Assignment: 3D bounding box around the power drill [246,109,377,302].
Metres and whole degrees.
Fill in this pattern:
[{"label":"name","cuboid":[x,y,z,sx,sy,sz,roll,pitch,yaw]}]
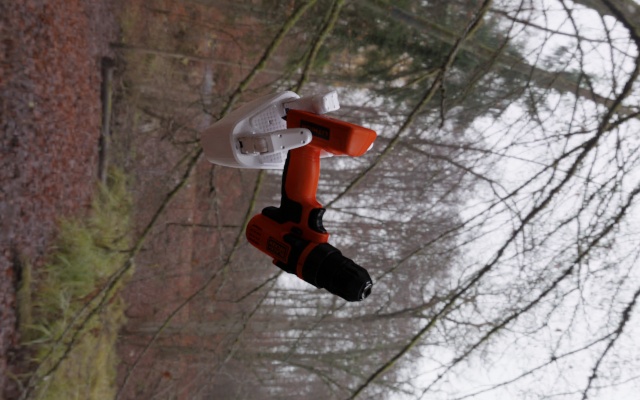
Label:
[{"label":"power drill","cuboid":[0.000,0.001,0.540,0.184,0.188,0.057,25,15,34]}]
